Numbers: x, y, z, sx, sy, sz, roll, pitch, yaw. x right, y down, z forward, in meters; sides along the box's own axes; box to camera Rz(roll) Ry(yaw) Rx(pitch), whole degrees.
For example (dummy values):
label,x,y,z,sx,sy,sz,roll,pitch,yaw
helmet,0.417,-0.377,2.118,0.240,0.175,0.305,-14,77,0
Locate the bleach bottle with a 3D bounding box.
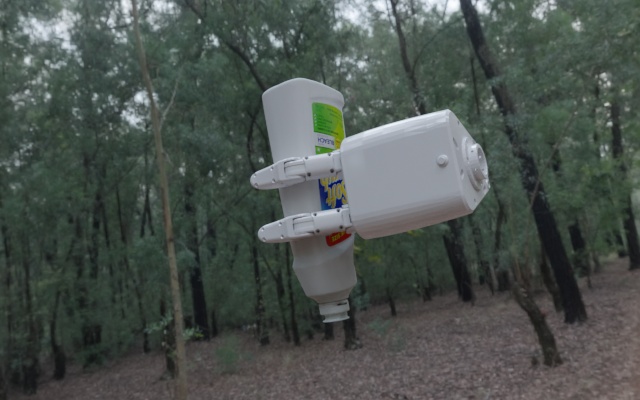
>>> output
label,x,y,z,sx,sy,sz,roll,pitch,yaw
bleach bottle,0.000,0.002,0.519,0.068,0.251,0.102,-15,-10,31
